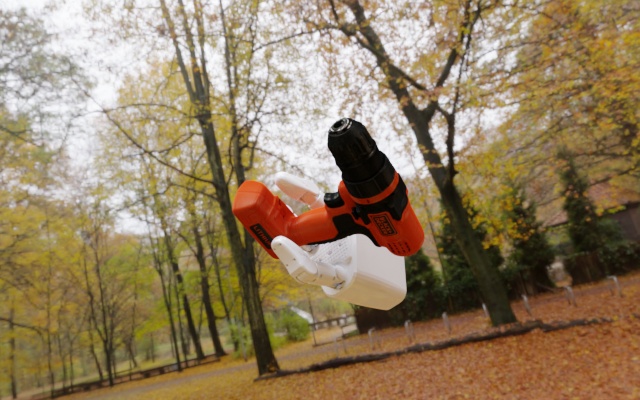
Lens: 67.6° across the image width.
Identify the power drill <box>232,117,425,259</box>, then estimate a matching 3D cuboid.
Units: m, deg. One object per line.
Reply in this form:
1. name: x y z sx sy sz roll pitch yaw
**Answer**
1. power drill: 0.000 0.002 0.516 0.187 0.057 0.184 -9 -47 30
